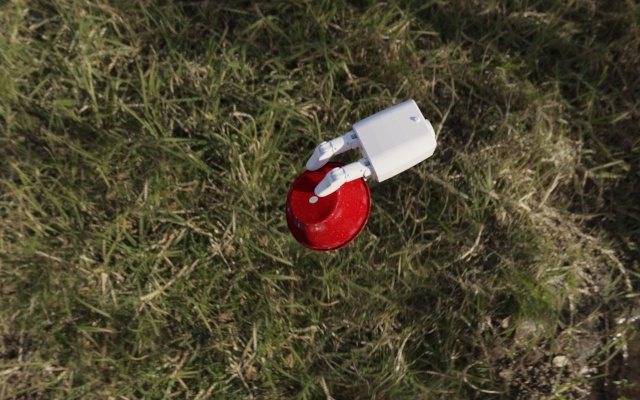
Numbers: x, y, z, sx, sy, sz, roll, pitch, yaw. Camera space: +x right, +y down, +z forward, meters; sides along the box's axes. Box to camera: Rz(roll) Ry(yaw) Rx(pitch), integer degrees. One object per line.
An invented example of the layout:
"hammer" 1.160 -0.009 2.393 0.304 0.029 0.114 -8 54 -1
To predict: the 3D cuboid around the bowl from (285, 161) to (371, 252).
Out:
"bowl" -0.001 0.003 0.807 0.162 0.162 0.055 0 -14 25
